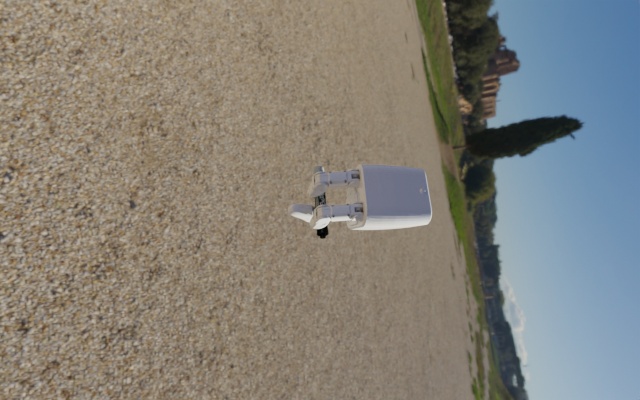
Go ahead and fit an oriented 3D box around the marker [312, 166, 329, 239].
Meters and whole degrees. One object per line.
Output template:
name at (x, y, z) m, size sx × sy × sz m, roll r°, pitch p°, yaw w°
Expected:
marker at (0.000, 0.002, 0.764) m, size 0.020 × 0.121 × 0.020 m, roll -4°, pitch -22°, yaw -1°
